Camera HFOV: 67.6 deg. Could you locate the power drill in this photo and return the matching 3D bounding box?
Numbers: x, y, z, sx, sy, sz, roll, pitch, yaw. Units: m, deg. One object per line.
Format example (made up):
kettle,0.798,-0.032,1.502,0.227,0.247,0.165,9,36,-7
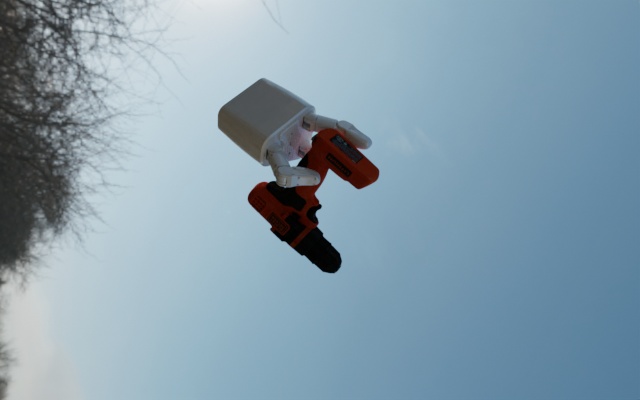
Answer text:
power drill,0.000,0.002,0.709,0.188,0.184,0.057,-47,0,30
